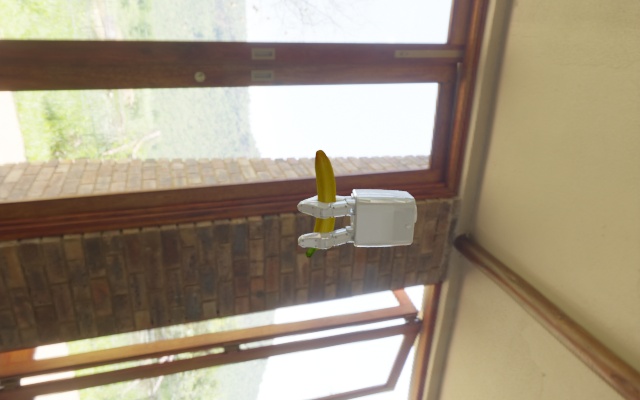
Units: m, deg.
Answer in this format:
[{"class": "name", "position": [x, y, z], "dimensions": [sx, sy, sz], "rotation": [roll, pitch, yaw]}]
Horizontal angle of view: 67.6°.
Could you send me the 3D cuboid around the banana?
[{"class": "banana", "position": [0.006, 0.005, 0.884], "dimensions": [0.037, 0.198, 0.069], "rotation": [6, 6, 19]}]
